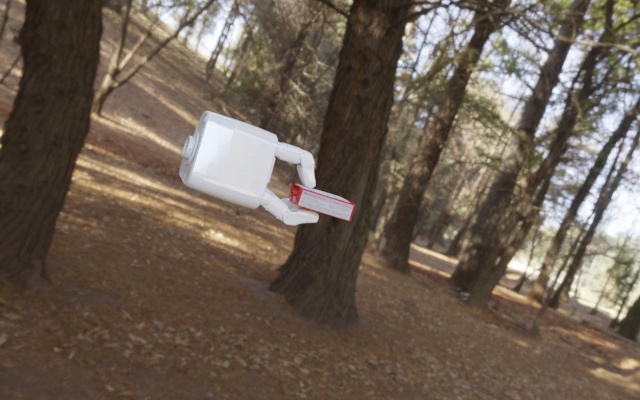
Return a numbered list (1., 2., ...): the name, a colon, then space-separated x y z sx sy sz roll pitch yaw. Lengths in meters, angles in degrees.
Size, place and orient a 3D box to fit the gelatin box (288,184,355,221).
1. gelatin box: 0.001 0.002 0.731 0.089 0.030 0.073 16 4 -13
